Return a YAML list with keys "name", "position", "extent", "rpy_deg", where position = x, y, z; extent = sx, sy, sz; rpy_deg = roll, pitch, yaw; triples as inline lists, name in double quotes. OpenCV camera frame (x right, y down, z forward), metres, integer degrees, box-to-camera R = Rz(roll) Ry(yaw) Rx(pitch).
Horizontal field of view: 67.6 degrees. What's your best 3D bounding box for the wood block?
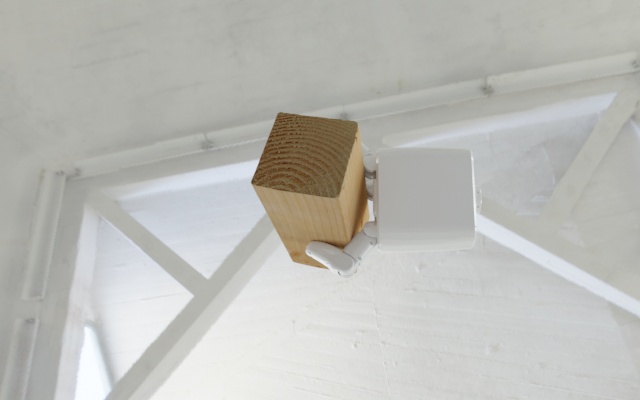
- name: "wood block"
  position: [0.000, 0.002, 0.551]
  extent: [0.090, 0.090, 0.206]
  rpy_deg: [10, -27, 14]
